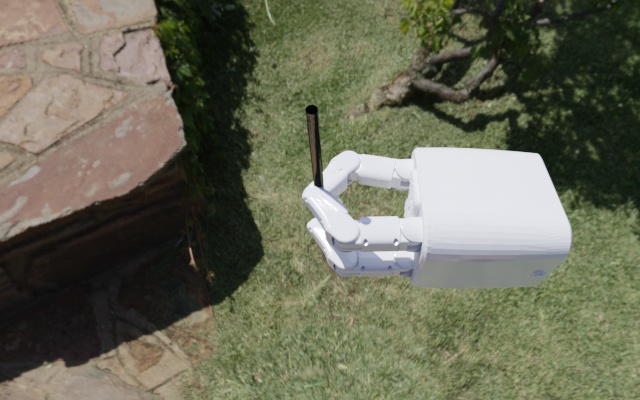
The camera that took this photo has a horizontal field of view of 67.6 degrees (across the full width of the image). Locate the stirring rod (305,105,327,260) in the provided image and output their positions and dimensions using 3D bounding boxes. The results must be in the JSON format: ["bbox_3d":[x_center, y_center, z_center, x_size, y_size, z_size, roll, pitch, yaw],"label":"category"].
[{"bbox_3d":[0.000,0.001,0.405,0.011,0.011,0.240,0,-29,3],"label":"stirring rod"}]
